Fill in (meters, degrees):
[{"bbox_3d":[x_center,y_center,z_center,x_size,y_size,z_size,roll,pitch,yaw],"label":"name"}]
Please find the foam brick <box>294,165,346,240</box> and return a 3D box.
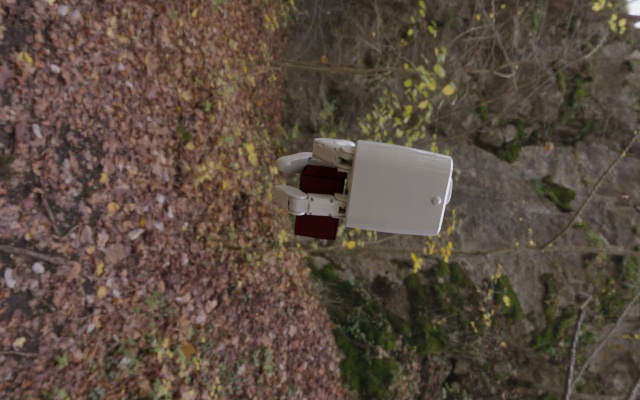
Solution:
[{"bbox_3d":[0.000,0.002,0.575,0.051,0.078,0.053,8,18,3],"label":"foam brick"}]
